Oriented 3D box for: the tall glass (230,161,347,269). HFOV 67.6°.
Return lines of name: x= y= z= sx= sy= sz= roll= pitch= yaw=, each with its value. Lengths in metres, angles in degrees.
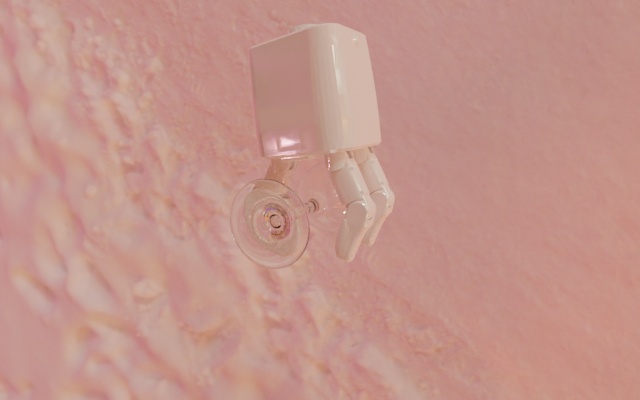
tall glass: x=0.000 y=0.002 z=0.469 sx=0.079 sy=0.079 sz=0.201 roll=0 pitch=10 yaw=26
